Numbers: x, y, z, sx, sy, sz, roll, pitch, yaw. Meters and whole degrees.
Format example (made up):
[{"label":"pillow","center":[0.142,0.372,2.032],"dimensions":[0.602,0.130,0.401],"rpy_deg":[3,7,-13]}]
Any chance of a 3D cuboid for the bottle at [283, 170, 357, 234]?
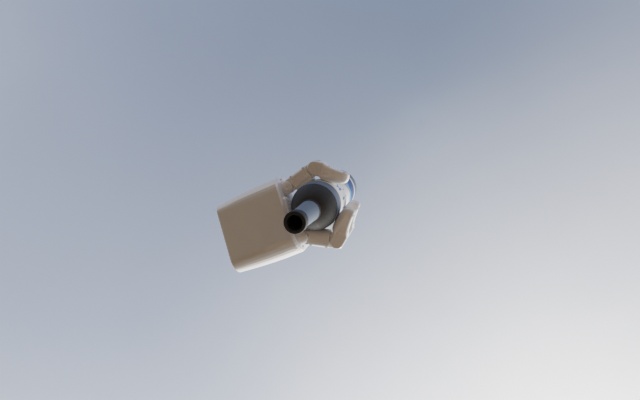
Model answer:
[{"label":"bottle","center":[0.000,0.002,0.689],"dimensions":[0.069,0.069,0.295],"rpy_deg":[0,9,12]}]
